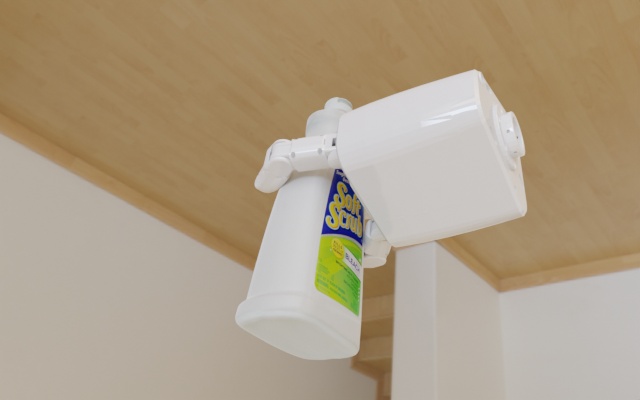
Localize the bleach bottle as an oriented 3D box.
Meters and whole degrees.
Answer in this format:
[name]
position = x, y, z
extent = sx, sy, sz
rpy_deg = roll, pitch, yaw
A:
[bleach bottle]
position = 0.000, 0.001, 0.422
extent = 0.068, 0.250, 0.103
rpy_deg = -15, -40, 30
